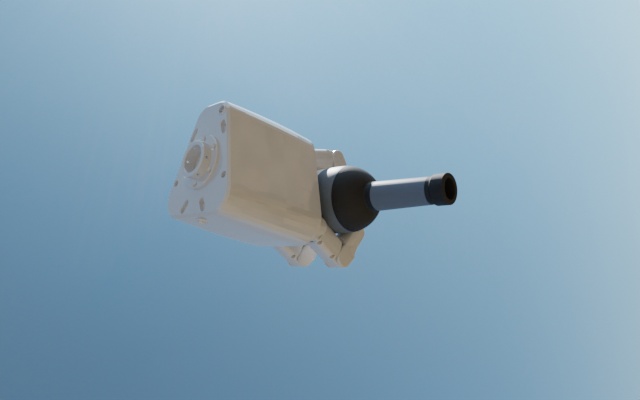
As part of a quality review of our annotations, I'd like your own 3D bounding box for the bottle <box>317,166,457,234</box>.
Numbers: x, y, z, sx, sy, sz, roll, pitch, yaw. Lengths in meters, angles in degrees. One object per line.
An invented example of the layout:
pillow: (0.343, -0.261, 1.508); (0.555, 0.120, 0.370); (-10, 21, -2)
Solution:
bottle: (0.000, 0.002, 0.497); (0.296, 0.069, 0.069); (-6, -4, 42)
